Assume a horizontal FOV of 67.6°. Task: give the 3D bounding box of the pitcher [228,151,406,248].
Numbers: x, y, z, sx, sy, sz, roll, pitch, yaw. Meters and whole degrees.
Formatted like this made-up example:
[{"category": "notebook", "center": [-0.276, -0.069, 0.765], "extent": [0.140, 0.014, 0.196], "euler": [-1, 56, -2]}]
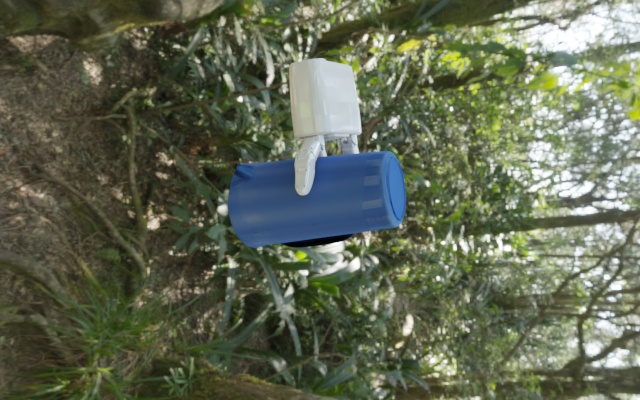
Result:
[{"category": "pitcher", "center": [0.000, 0.002, 0.713], "extent": [0.243, 0.145, 0.149], "euler": [-6, 0, 23]}]
